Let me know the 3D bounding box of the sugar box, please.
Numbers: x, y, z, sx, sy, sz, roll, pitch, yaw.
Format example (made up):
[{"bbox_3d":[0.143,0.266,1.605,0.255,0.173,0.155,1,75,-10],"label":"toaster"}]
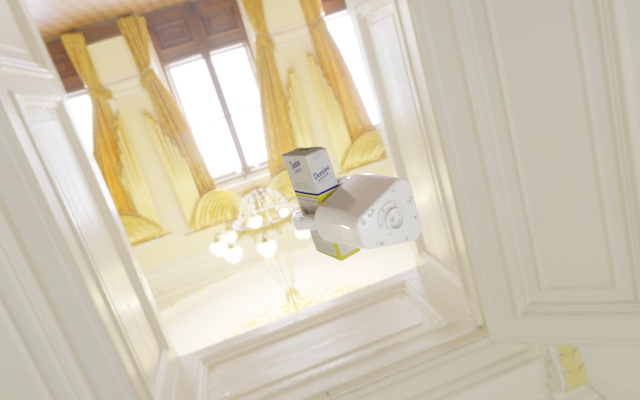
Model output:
[{"bbox_3d":[0.001,0.002,0.761,0.048,0.176,0.093,-24,16,-24],"label":"sugar box"}]
